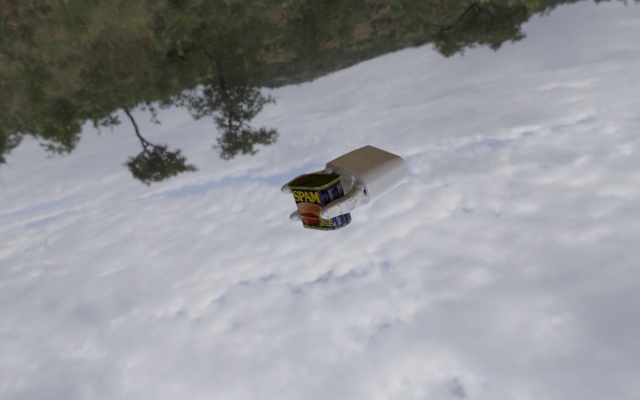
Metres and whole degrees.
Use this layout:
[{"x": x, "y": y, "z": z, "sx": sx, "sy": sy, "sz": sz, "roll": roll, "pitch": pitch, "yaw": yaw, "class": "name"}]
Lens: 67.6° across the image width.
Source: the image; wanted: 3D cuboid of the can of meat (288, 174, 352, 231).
[{"x": 0.000, "y": 0.003, "z": 0.825, "sx": 0.057, "sy": 0.084, "sz": 0.102, "roll": -31, "pitch": 23, "yaw": -35, "class": "can of meat"}]
